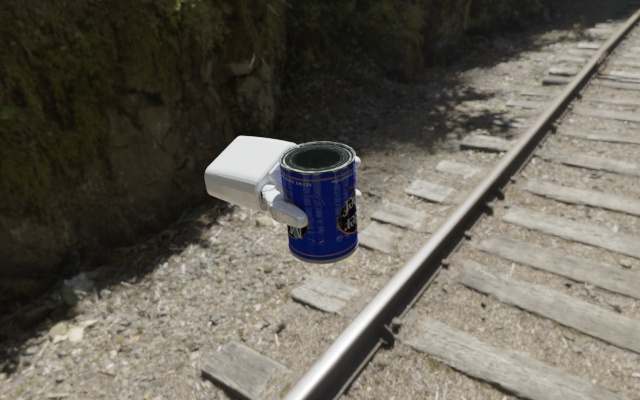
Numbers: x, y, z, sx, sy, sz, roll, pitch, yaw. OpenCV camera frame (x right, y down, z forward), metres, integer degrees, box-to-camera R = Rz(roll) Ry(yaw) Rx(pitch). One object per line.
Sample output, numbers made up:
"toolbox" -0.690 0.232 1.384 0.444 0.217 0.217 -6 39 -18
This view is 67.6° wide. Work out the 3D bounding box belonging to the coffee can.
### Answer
"coffee can" 0.000 0.002 0.663 0.103 0.140 0.102 -3 29 2
